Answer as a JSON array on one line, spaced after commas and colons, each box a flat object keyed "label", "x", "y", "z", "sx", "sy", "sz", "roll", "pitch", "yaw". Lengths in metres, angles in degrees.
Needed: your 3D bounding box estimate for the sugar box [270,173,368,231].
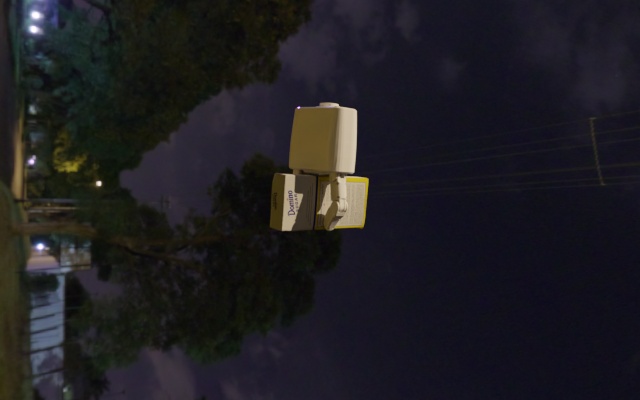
[{"label": "sugar box", "x": 0.000, "y": 0.002, "z": 0.818, "sx": 0.176, "sy": 0.093, "sz": 0.048, "roll": 2, "pitch": 6, "yaw": -34}]
